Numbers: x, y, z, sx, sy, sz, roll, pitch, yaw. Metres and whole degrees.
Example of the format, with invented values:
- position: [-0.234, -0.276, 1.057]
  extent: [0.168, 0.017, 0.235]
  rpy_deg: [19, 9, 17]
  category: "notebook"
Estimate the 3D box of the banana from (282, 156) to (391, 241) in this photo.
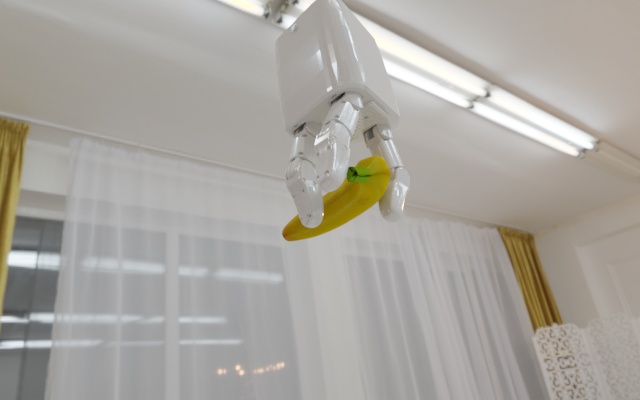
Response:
- position: [0.018, -0.001, 0.472]
  extent: [0.069, 0.037, 0.198]
  rpy_deg: [-6, -19, -23]
  category: "banana"
